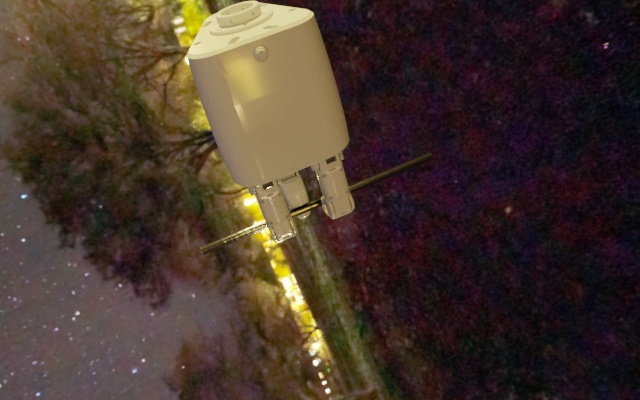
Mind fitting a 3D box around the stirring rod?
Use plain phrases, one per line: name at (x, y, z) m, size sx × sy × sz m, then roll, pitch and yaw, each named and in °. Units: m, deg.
stirring rod at (0.000, 0.001, 0.460) m, size 0.239 × 0.011 × 0.011 m, roll -23°, pitch 3°, yaw -8°
